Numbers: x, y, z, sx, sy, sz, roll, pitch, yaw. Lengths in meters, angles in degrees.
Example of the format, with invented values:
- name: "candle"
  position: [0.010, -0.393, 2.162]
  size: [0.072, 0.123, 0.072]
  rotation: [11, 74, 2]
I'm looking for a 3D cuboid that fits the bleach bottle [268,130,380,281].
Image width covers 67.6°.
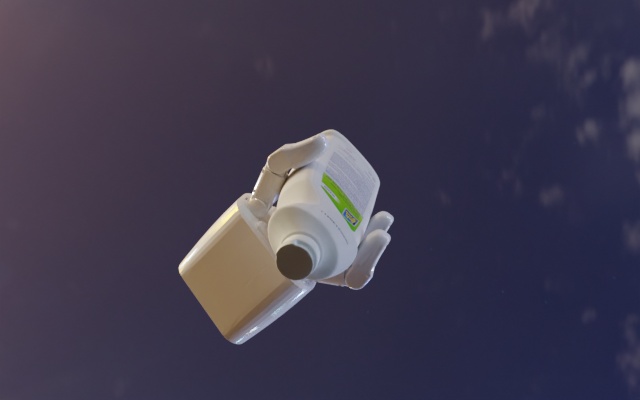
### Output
- name: "bleach bottle"
  position: [0.000, 0.002, 0.457]
  size: [0.068, 0.102, 0.250]
  rotation: [-43, 5, 20]
